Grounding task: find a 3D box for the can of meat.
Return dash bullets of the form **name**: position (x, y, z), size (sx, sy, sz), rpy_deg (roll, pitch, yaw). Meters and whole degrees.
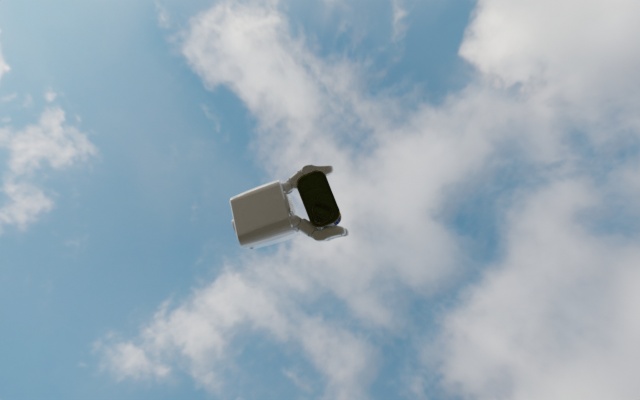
- **can of meat**: position (0.000, 0.003, 0.894), size (0.057, 0.102, 0.084), rpy_deg (-22, -10, 3)
